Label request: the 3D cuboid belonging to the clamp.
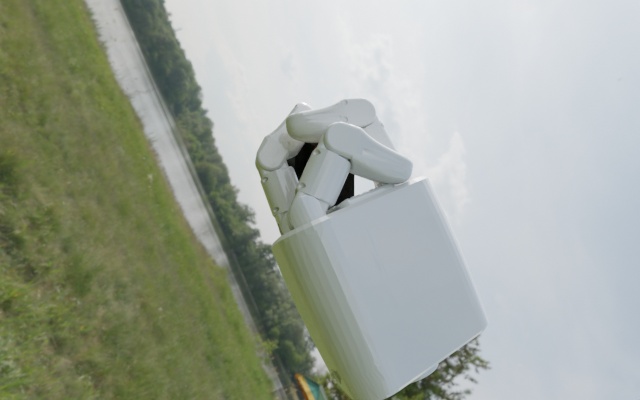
[{"bbox_3d":[0.001,0.001,0.404,0.039,0.120,0.171,-23,-4,-12],"label":"clamp"}]
